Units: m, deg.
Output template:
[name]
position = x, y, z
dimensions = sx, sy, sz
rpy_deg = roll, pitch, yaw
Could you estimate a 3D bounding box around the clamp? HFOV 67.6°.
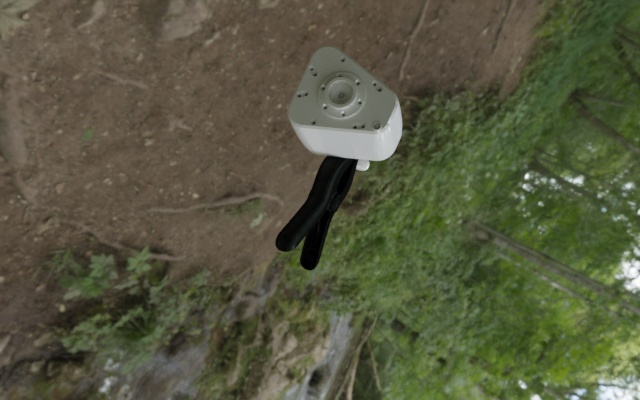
[clamp]
position = 0.001, 0.002, 0.579
dimensions = 0.039, 0.171, 0.120
rpy_deg = 20, -4, 14
